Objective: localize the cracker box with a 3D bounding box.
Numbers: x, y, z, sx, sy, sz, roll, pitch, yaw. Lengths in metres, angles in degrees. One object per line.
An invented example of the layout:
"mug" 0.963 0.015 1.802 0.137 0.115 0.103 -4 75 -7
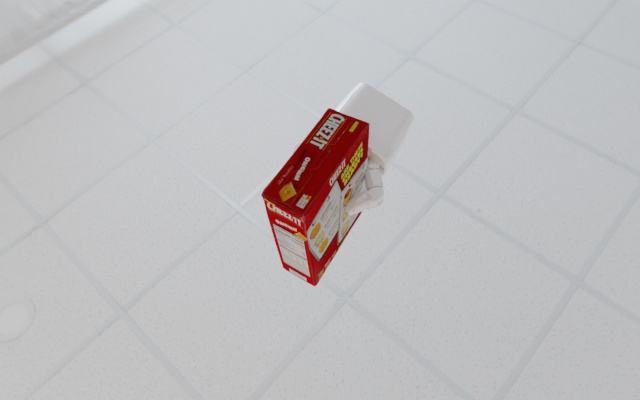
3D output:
"cracker box" 0.000 0.002 0.679 0.072 0.164 0.214 25 -27 19
